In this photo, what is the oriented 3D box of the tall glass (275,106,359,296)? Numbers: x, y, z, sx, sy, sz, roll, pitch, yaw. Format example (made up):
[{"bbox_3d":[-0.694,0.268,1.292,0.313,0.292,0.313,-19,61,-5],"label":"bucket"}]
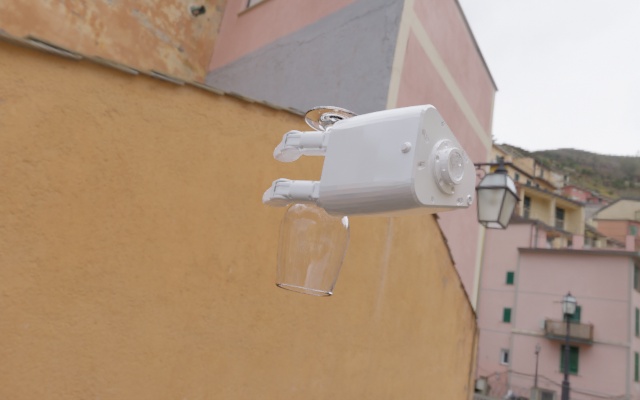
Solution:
[{"bbox_3d":[0.000,0.001,0.534,0.079,0.201,0.079,10,-15,3],"label":"tall glass"}]
